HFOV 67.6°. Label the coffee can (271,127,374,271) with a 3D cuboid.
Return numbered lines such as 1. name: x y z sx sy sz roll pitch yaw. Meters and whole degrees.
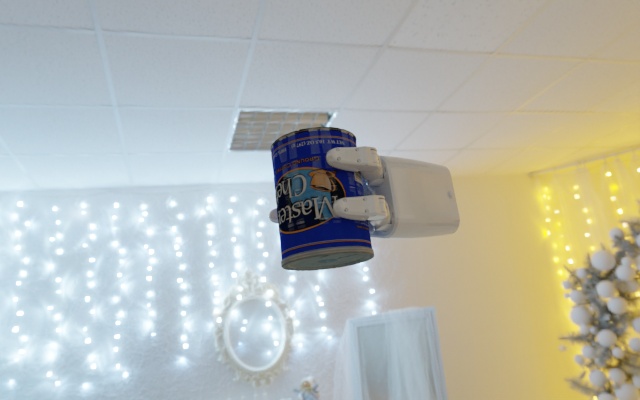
1. coffee can: 0.000 0.002 0.543 0.103 0.140 0.103 -7 -16 -2
